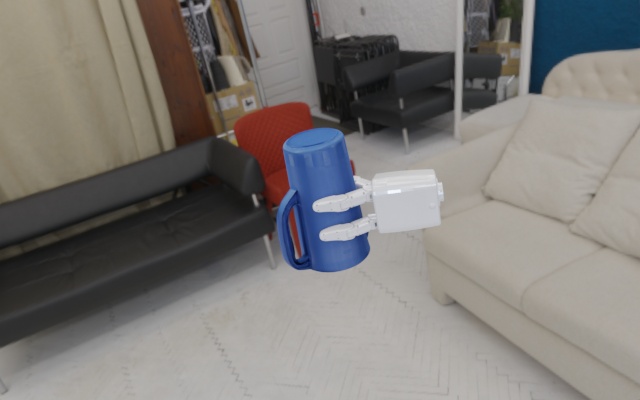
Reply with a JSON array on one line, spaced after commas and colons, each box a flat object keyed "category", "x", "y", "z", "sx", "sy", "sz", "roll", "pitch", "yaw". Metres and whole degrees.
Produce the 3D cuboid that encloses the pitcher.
[{"category": "pitcher", "x": 0.000, "y": 0.003, "z": 0.861, "sx": 0.145, "sy": 0.243, "sz": 0.149, "roll": -5, "pitch": 26, "yaw": 14}]
